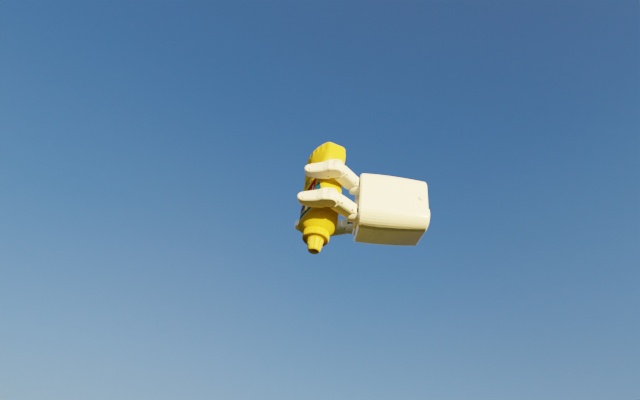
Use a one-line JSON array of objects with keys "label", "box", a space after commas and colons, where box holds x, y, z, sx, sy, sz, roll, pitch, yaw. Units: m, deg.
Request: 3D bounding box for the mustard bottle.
[{"label": "mustard bottle", "box": [0.000, 0.002, 0.771, 0.058, 0.191, 0.096, 22, -41, -17]}]
